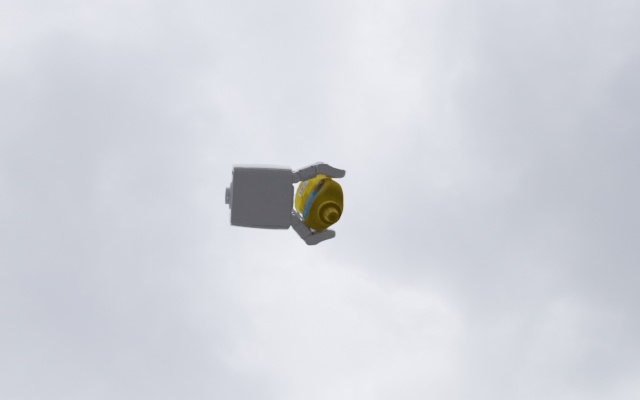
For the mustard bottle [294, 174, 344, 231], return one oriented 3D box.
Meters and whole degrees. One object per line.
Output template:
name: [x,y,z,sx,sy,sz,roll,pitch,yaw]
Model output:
mustard bottle: [0.000,0.003,0.876,0.058,0.096,0.191,28,7,-18]
